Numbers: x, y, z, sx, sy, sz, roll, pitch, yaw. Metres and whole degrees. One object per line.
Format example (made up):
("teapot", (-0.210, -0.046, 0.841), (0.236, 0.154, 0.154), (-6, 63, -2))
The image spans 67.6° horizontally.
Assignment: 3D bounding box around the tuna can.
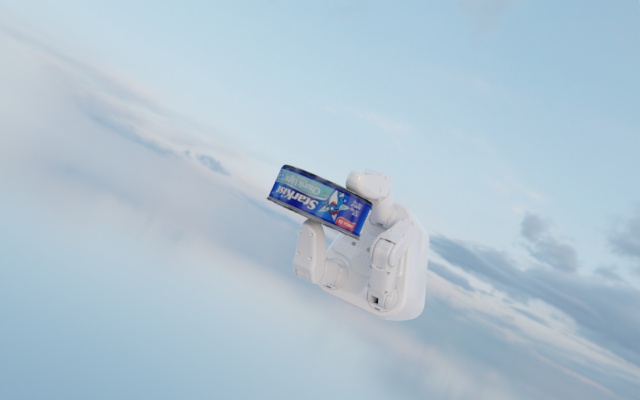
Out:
("tuna can", (0.000, 0.001, 0.403), (0.086, 0.034, 0.086), (24, -2, 1))
